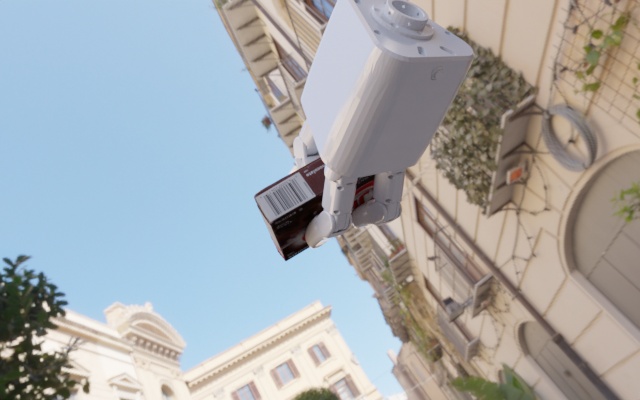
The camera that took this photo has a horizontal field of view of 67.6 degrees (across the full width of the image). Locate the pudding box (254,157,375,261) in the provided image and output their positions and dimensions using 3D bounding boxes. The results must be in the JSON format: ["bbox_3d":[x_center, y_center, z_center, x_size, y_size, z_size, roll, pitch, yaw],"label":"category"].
[{"bbox_3d":[0.000,0.001,0.455,0.113,0.039,0.090,-28,-28,-9],"label":"pudding box"}]
